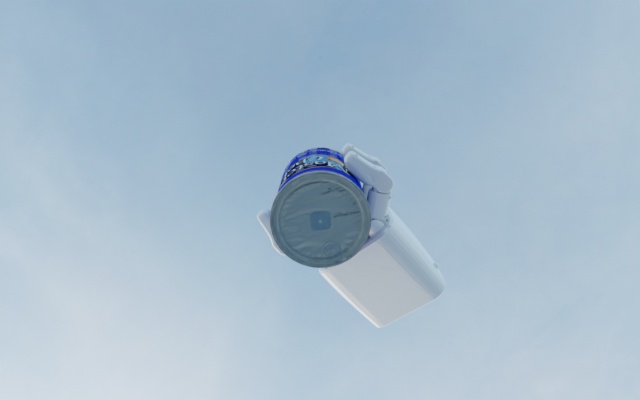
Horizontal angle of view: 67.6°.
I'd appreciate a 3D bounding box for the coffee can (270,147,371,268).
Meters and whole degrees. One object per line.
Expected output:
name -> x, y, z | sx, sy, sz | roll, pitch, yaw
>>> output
coffee can -> 0.000, 0.002, 0.546 | 0.103, 0.103, 0.140 | 0, 17, 0
